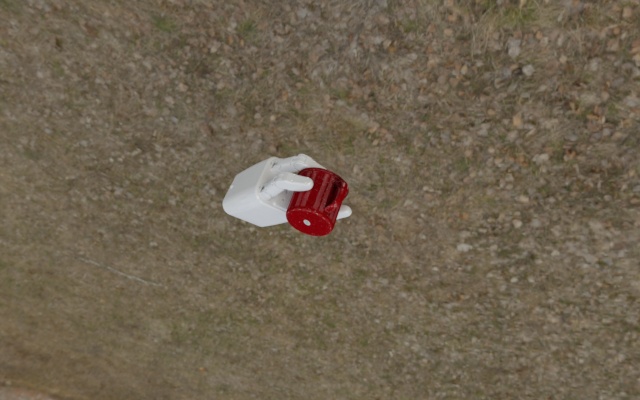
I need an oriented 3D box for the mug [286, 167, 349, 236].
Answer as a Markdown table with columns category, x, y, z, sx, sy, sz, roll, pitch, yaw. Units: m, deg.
| category | x | y | z | sx | sy | sz | roll | pitch | yaw |
| --- | --- | --- | --- | --- | --- | --- | --- | --- | --- |
| mug | 0.001 | 0.002 | 0.779 | 0.093 | 0.081 | 0.117 | 39 | -37 | -28 |
